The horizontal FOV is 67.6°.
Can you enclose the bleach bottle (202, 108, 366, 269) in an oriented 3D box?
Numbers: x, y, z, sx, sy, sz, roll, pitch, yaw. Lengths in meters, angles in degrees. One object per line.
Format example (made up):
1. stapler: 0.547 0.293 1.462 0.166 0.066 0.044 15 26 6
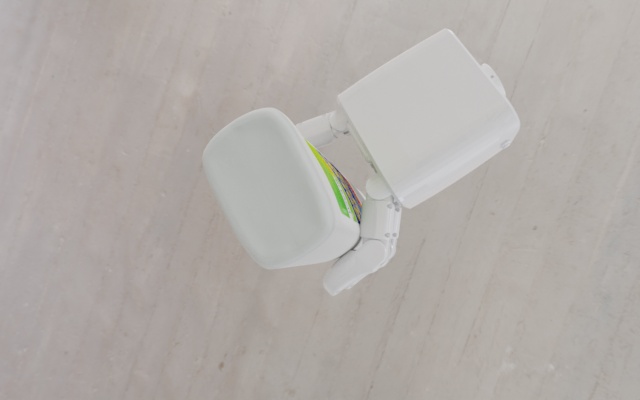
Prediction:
1. bleach bottle: 0.000 0.001 0.412 0.068 0.102 0.251 -31 -11 12
